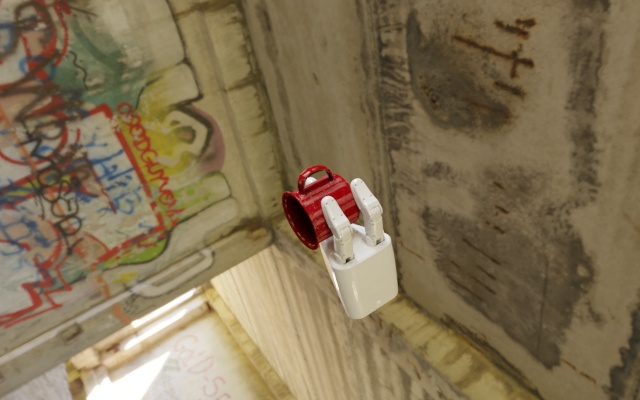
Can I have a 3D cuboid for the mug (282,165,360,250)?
[{"bbox_3d":[0.000,0.001,0.685,0.081,0.117,0.093,-28,34,-22],"label":"mug"}]
